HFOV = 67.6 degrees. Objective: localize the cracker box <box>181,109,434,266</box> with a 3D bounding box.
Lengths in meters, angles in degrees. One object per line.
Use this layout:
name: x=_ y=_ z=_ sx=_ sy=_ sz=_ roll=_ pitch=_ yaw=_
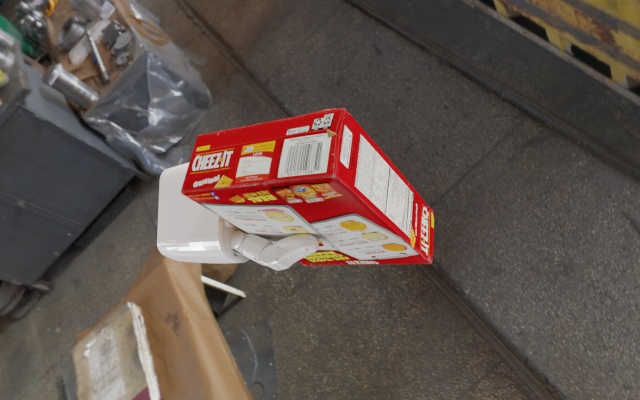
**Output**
cracker box: x=0.000 y=0.002 z=0.476 sx=0.164 sy=0.072 sz=0.214 roll=-5 pitch=-26 yaw=32
